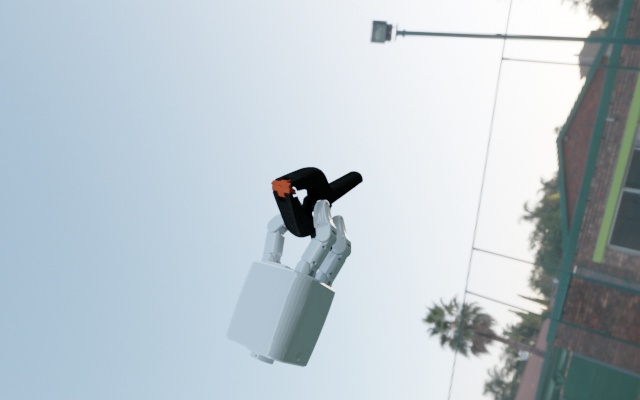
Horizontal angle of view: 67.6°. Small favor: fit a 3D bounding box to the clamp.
[{"bbox_3d":[-0.001,0.002,0.660,0.036,0.164,0.210,11,-17,29],"label":"clamp"}]
